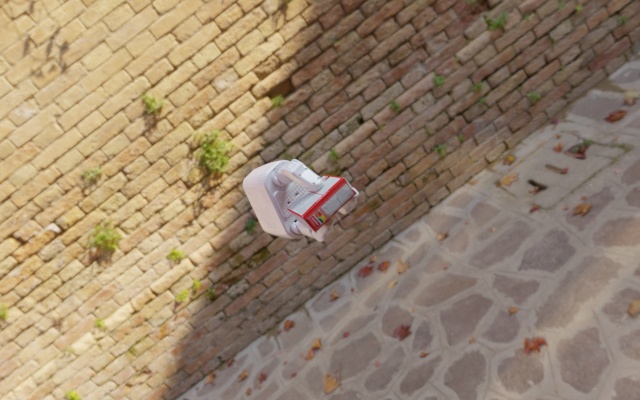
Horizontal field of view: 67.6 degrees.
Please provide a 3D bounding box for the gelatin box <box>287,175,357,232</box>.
[{"bbox_3d":[0.000,0.002,0.631,0.073,0.030,0.089,-43,15,-9],"label":"gelatin box"}]
